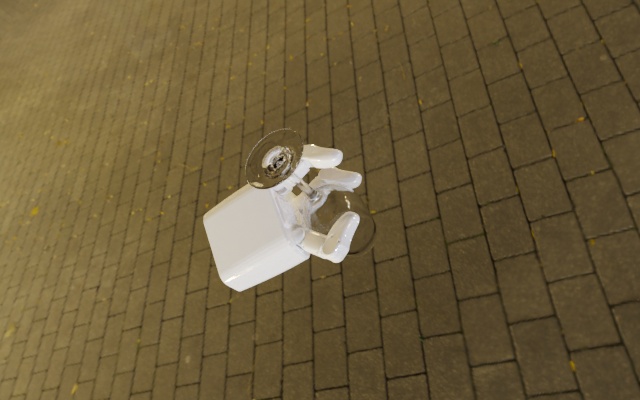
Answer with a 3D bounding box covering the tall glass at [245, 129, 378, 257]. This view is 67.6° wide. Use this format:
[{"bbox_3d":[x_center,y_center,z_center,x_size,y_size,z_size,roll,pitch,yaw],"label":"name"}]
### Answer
[{"bbox_3d":[0.000,0.002,0.572,0.079,0.079,0.201,0,-28,35],"label":"tall glass"}]
